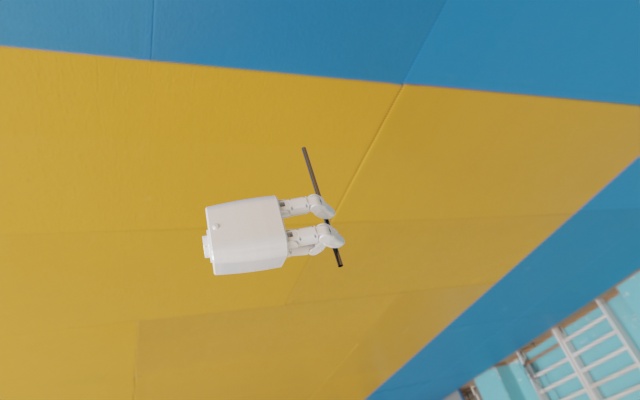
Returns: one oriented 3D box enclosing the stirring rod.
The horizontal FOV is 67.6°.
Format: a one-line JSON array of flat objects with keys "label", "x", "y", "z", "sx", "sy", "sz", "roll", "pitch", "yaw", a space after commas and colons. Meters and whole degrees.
[{"label": "stirring rod", "x": 0.000, "y": 0.002, "z": 0.774, "sx": 0.011, "sy": 0.239, "sz": 0.011, "roll": -12, "pitch": -35, "yaw": -8}]
